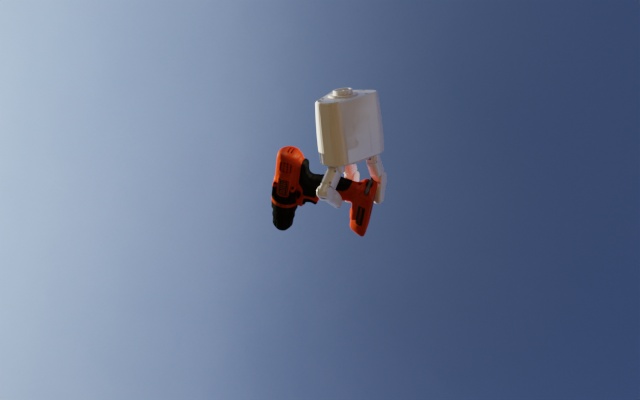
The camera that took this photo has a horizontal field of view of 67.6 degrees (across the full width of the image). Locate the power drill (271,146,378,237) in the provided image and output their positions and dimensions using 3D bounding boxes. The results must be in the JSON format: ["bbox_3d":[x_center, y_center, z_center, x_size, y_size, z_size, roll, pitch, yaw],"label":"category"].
[{"bbox_3d":[0.001,0.003,0.869,0.187,0.185,0.057,15,41,7],"label":"power drill"}]
